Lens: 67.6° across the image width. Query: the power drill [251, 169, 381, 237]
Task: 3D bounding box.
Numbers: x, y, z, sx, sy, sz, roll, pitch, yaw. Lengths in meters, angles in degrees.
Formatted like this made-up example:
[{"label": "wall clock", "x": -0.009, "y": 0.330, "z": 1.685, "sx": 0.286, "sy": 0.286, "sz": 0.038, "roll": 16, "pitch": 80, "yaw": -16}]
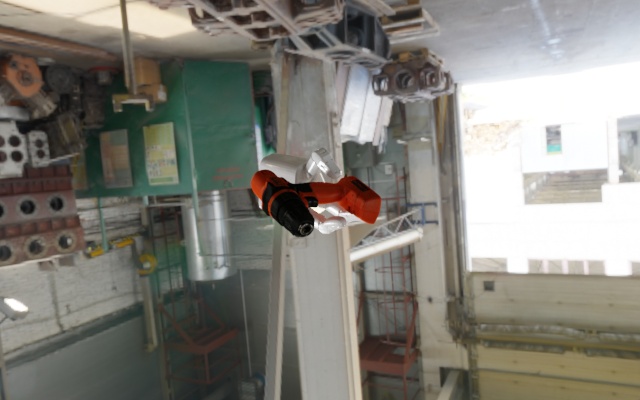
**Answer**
[{"label": "power drill", "x": 0.000, "y": 0.002, "z": 0.758, "sx": 0.187, "sy": 0.057, "sz": 0.184, "roll": 2, "pitch": 25, "yaw": -30}]
